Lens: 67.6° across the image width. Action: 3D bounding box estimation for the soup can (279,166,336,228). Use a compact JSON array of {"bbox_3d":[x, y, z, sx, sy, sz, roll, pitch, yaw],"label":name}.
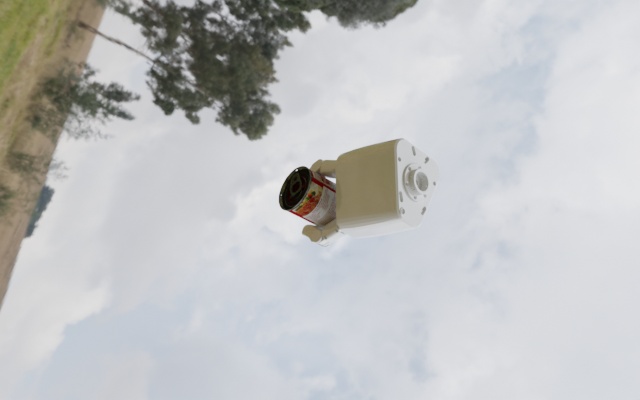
[{"bbox_3d":[0.000,0.003,0.690,0.102,0.068,0.068,28,-17,-34],"label":"soup can"}]
